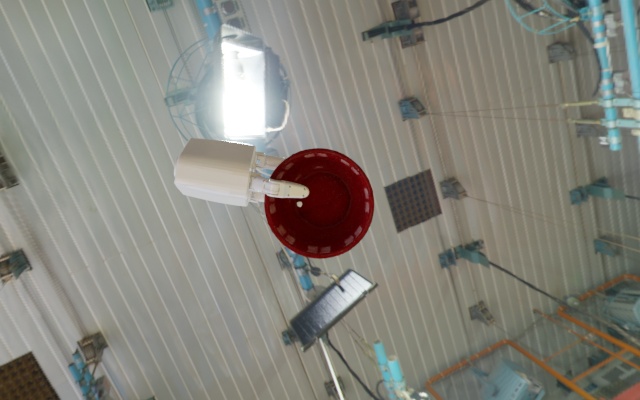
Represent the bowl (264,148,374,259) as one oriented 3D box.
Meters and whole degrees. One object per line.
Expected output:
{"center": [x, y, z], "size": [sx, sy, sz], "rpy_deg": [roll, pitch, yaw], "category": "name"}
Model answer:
{"center": [0.001, 0.003, 0.715], "size": [0.162, 0.162, 0.055], "rpy_deg": [0, 7, 7], "category": "bowl"}
